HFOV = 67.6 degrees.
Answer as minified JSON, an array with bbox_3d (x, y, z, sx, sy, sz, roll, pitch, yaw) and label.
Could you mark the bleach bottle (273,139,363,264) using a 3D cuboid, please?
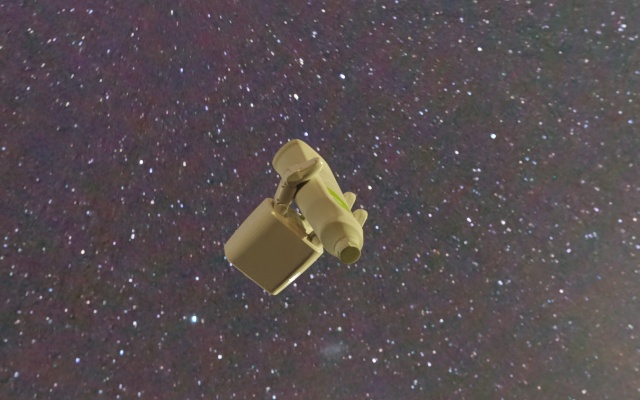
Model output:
[{"bbox_3d":[0.000,0.002,0.707,0.103,0.068,0.250,38,14,-32],"label":"bleach bottle"}]
